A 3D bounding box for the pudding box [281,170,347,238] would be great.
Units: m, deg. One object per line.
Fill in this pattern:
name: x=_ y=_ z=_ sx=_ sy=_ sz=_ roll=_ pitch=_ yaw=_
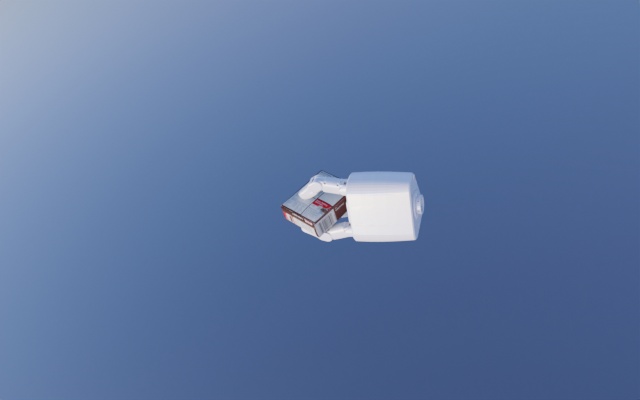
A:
pudding box: x=0.000 y=0.003 z=0.849 sx=0.090 sy=0.039 sz=0.113 roll=26 pitch=56 yaw=39
